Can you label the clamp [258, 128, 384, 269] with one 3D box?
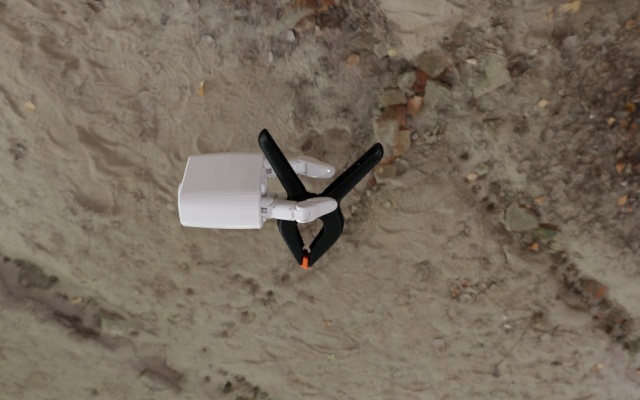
[{"bbox_3d":[0.000,0.003,0.663,0.164,0.210,0.036,1,28,1],"label":"clamp"}]
